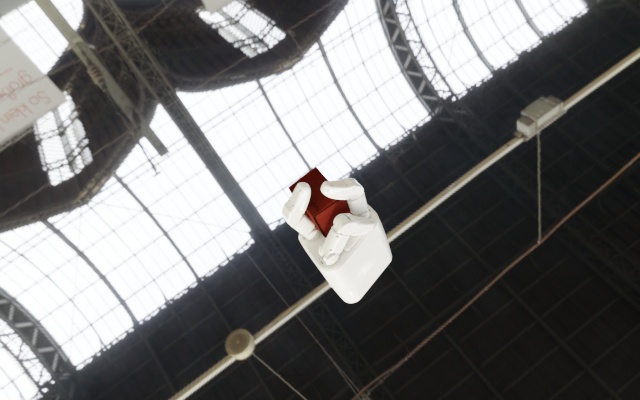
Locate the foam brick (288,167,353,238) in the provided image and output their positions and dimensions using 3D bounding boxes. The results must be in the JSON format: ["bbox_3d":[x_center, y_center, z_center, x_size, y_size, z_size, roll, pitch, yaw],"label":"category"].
[{"bbox_3d":[0.000,0.002,0.670,0.053,0.051,0.078,-35,47,-5],"label":"foam brick"}]
